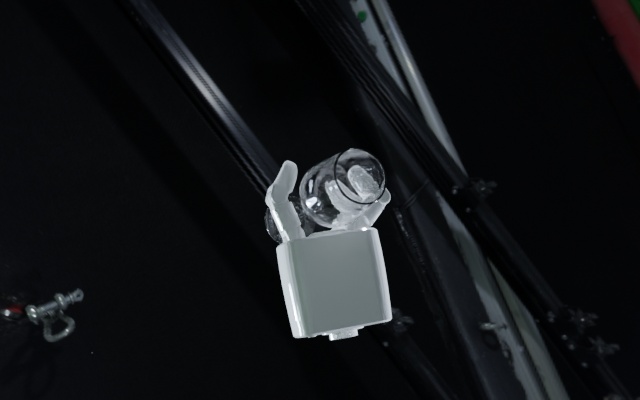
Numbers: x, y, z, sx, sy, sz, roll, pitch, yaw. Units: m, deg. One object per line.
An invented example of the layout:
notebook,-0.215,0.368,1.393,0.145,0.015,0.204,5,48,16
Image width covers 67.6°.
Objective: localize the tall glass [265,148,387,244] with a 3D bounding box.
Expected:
tall glass,0.000,0.002,0.573,0.079,0.079,0.201,0,-16,-26
